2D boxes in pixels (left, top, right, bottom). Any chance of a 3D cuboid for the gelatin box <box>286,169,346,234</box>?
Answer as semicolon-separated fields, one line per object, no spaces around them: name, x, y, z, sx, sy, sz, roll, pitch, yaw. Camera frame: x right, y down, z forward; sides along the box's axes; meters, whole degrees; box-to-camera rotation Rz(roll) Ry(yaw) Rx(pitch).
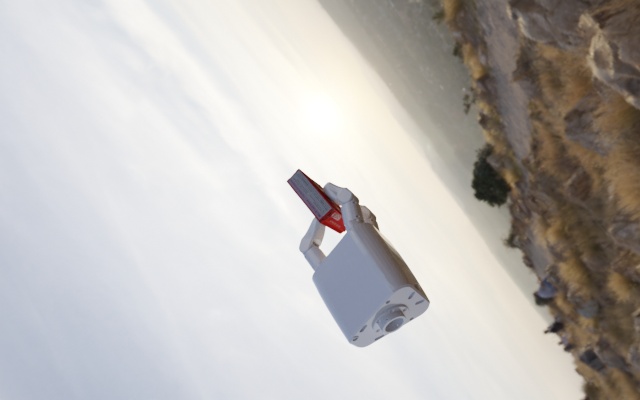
gelatin box;0.000;0.002;0.682;0.089;0.030;0.073;49;7;30
